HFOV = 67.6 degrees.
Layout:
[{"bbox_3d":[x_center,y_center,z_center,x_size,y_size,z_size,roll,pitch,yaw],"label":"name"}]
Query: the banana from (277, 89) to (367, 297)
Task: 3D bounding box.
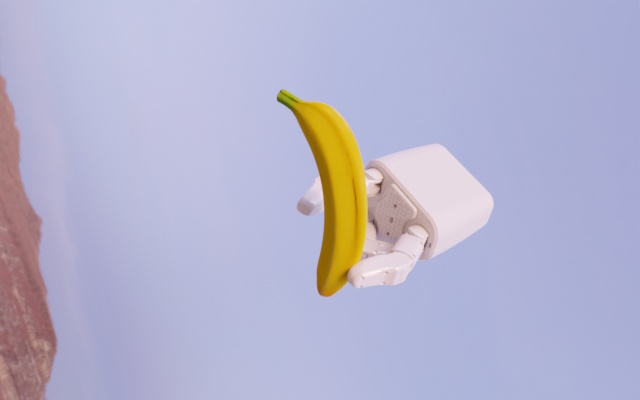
[{"bbox_3d":[0.011,0.000,0.414,0.037,0.198,0.069,-22,20,-35],"label":"banana"}]
